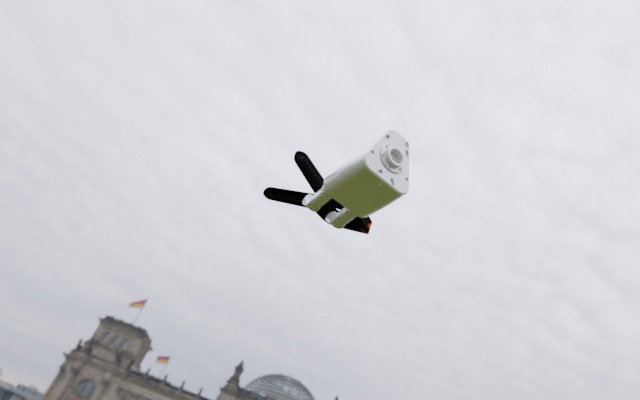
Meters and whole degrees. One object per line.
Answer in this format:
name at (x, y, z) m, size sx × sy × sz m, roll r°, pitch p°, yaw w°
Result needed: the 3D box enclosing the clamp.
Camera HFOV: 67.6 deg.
clamp at (0.001, 0.002, 0.886) m, size 0.210 × 0.036 × 0.164 m, roll 35°, pitch -34°, yaw -18°
